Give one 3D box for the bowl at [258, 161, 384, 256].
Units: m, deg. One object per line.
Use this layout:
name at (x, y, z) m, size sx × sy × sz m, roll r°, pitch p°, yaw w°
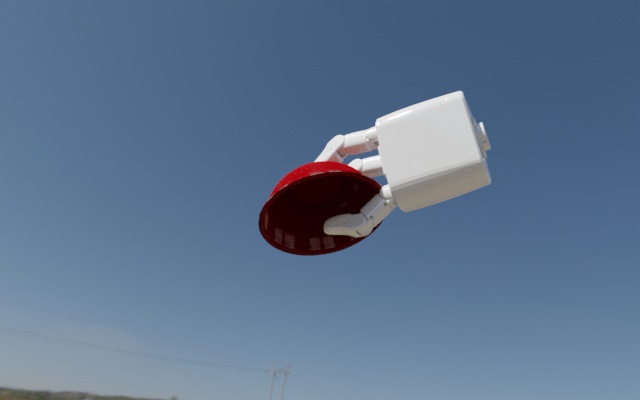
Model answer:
bowl at (-0.001, 0.002, 0.601) m, size 0.162 × 0.055 × 0.162 m, roll -9°, pitch -40°, yaw -7°
